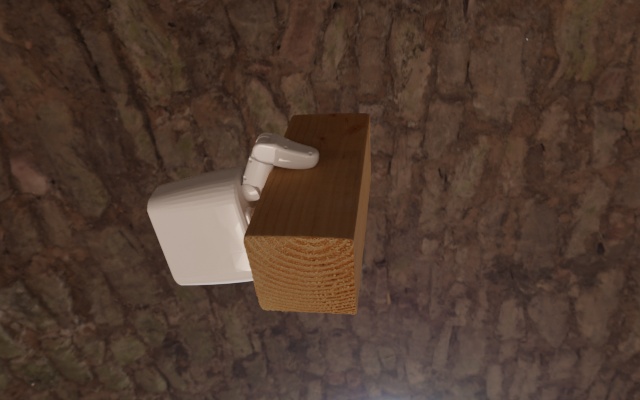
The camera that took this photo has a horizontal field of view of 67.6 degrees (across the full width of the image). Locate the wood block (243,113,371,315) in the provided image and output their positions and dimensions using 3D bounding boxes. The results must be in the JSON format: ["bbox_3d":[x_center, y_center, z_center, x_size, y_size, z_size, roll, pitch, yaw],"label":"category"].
[{"bbox_3d":[0.000,0.001,0.474,0.090,0.091,0.206,1,38,10],"label":"wood block"}]
